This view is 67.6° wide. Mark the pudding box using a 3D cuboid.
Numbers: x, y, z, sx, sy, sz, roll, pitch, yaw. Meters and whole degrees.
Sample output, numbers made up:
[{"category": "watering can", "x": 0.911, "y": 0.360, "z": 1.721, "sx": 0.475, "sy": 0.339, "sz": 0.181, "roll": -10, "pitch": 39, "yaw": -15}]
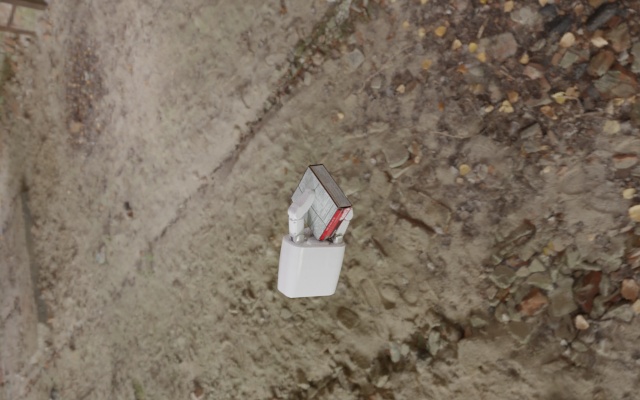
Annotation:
[{"category": "pudding box", "x": 0.000, "y": 0.003, "z": 0.870, "sx": 0.039, "sy": 0.113, "sz": 0.090, "roll": -7, "pitch": -39, "yaw": -41}]
